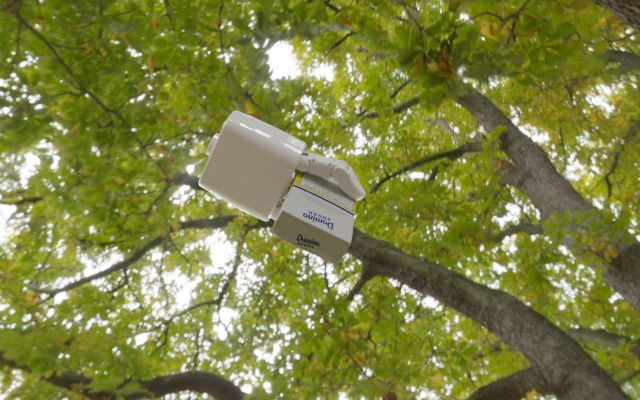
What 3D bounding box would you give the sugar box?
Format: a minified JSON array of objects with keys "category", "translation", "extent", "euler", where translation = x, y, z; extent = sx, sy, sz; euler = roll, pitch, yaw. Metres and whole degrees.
[{"category":"sugar box","translation":[0.000,0.002,0.638],"extent":[0.093,0.048,0.176],"euler":[27,33,-6]}]
